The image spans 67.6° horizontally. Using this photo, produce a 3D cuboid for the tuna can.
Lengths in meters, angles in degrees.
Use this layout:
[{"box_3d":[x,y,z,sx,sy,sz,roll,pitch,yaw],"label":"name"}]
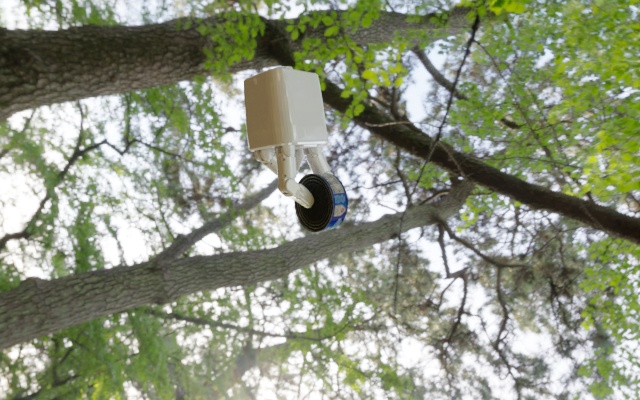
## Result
[{"box_3d":[0.001,0.002,0.704,0.034,0.086,0.086,-6,4,-42],"label":"tuna can"}]
